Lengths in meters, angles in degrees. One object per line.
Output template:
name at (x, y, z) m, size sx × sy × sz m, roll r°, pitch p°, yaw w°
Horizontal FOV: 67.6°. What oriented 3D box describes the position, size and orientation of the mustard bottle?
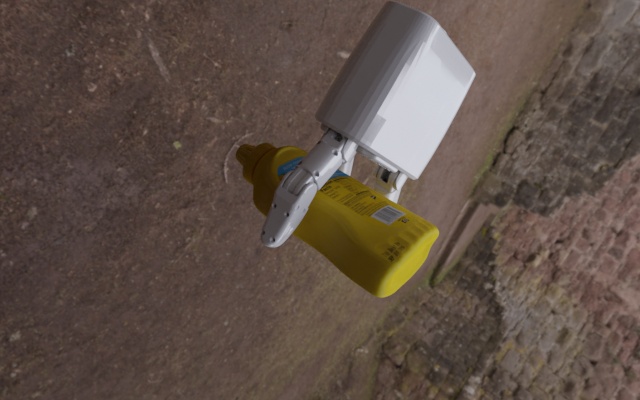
mustard bottle at (0.000, 0.002, 0.412) m, size 0.191 × 0.058 × 0.096 m, roll 33°, pitch 32°, yaw 23°
